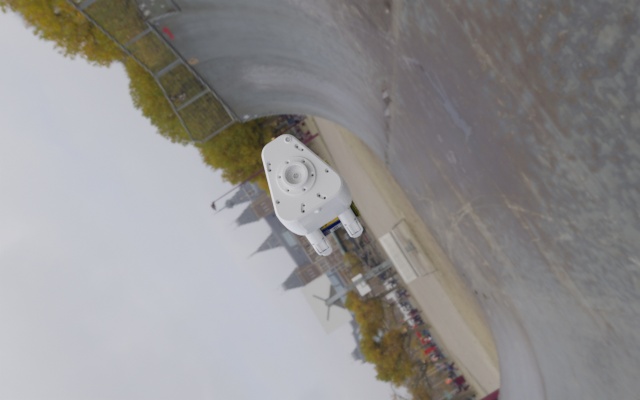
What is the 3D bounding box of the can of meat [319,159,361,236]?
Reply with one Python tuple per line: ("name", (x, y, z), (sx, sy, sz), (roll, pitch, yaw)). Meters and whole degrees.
("can of meat", (0.000, 0.003, 0.734), (0.084, 0.102, 0.057), (-33, -9, 1))
